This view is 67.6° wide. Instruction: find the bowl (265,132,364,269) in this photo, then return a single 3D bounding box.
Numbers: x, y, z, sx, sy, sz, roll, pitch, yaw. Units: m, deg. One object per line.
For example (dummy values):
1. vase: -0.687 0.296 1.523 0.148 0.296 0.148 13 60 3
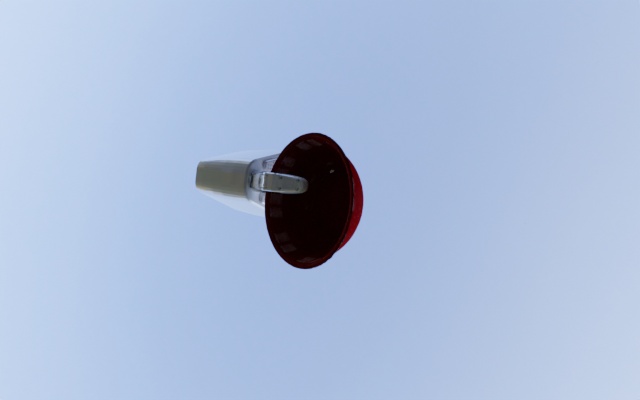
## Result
1. bowl: 0.001 0.002 0.579 0.055 0.162 0.162 6 -4 -41
